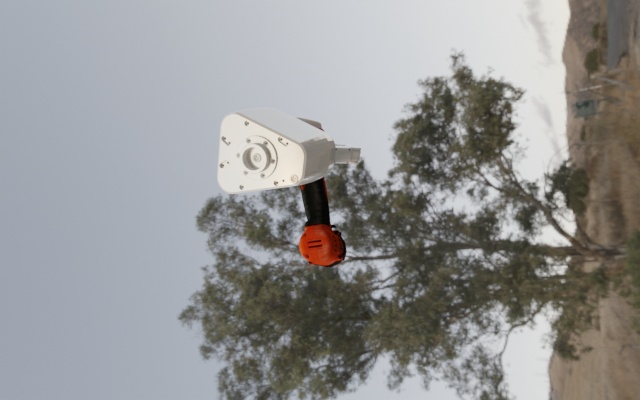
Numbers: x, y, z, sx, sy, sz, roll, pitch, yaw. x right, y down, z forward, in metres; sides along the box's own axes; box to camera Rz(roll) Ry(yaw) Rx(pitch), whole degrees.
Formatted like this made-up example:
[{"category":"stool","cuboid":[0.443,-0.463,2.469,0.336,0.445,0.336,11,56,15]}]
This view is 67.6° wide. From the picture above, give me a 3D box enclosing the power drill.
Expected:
[{"category":"power drill","cuboid":[0.000,0.002,0.688,0.057,0.187,0.184,-11,-10,6]}]
